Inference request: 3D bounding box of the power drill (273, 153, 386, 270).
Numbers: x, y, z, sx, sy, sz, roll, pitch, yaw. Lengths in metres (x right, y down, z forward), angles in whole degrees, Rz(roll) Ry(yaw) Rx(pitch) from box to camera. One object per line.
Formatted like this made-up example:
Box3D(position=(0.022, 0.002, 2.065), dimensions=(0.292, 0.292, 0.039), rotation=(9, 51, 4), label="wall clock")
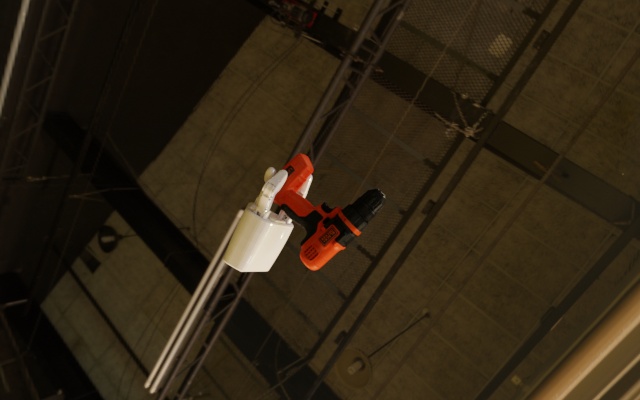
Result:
Box3D(position=(0.000, 0.003, 0.858), dimensions=(0.187, 0.184, 0.057), rotation=(49, 5, 27), label="power drill")
